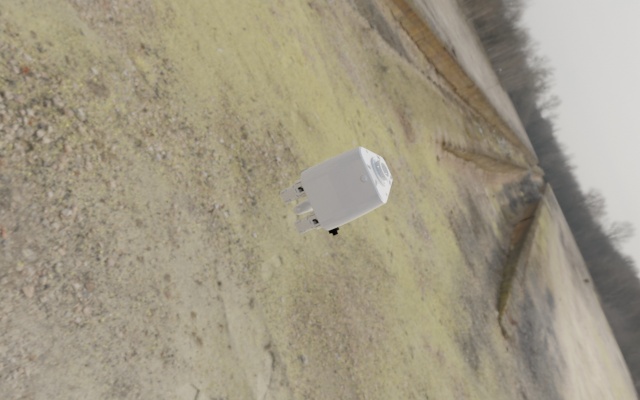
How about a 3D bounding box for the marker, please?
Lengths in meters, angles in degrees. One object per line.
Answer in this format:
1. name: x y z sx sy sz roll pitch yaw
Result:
1. marker: 0.000 0.003 0.796 0.020 0.121 0.020 -25 0 0
